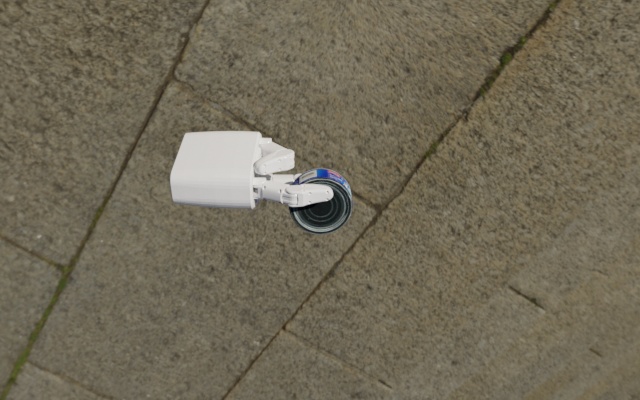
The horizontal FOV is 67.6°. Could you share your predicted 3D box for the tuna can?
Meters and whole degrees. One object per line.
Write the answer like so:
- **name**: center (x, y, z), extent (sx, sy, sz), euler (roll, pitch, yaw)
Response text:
- **tuna can**: center (0.000, 0.002, 0.640), extent (0.086, 0.086, 0.033), euler (0, 26, -2)
